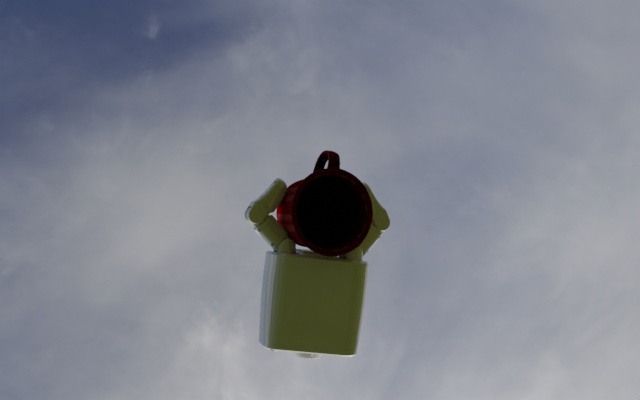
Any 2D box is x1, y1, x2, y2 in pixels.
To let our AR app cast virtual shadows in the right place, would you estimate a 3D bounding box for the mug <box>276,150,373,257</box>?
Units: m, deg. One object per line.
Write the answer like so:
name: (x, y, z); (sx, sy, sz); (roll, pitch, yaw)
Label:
mug: (0.000, 0.000, 0.537); (0.093, 0.117, 0.081); (7, -4, -21)
